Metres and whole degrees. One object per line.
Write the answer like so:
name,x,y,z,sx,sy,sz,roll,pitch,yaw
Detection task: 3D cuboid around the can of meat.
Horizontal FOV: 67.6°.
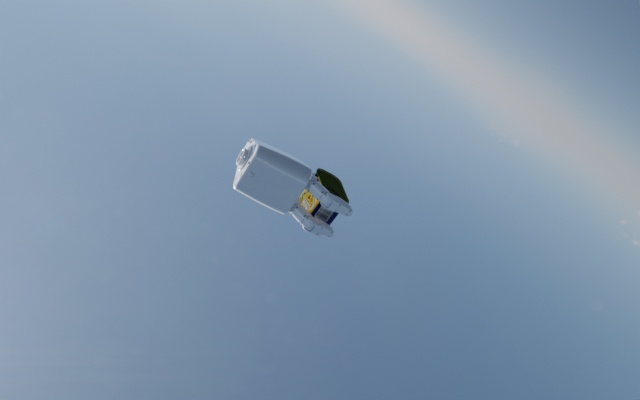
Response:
can of meat,0.000,0.003,0.891,0.057,0.084,0.102,25,24,-26
